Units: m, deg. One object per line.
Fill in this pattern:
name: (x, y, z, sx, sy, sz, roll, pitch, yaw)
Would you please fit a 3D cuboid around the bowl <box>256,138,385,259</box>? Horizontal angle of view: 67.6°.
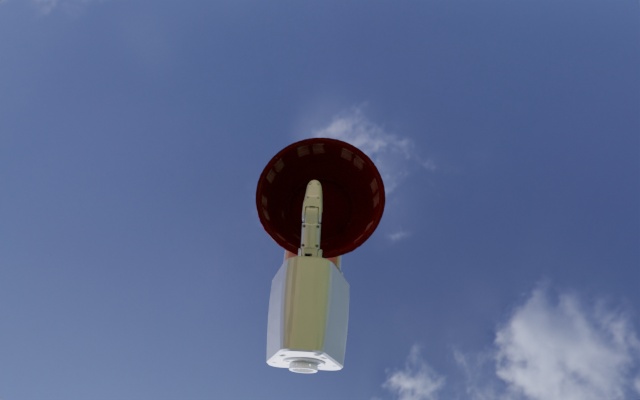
bowl: (0.001, 0.001, 0.617, 0.162, 0.162, 0.055, 0, -20, 1)
